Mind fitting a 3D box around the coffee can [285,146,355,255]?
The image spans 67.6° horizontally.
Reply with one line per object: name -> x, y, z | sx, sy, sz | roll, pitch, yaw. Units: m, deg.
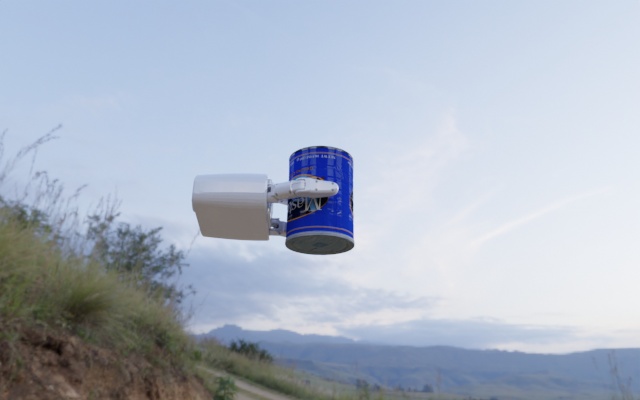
coffee can -> 0.000, 0.002, 0.726 | 0.103, 0.140, 0.103 | 1, -22, 0
